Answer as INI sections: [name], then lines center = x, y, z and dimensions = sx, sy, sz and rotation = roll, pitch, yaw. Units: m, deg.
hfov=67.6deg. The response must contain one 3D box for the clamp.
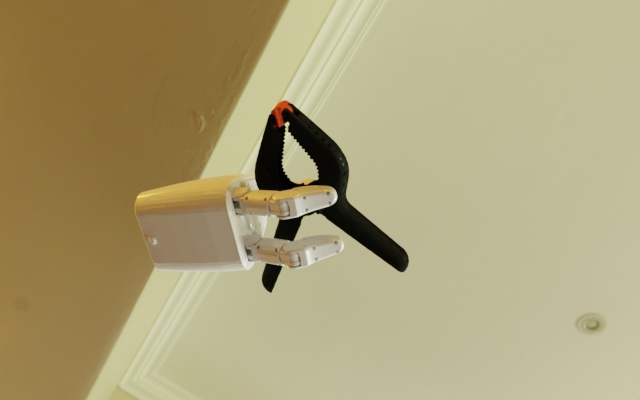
[clamp]
center = 0.000, 0.001, 0.486
dimensions = 0.164, 0.210, 0.036
rotation = -5, 25, 10
